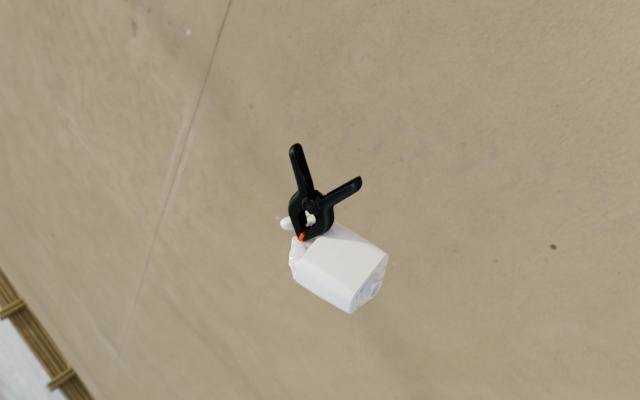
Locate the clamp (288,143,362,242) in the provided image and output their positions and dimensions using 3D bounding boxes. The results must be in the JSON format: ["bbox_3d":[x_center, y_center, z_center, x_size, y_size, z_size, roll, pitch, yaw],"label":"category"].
[{"bbox_3d":[0.000,0.003,0.736,0.120,0.172,0.039,27,44,23],"label":"clamp"}]
